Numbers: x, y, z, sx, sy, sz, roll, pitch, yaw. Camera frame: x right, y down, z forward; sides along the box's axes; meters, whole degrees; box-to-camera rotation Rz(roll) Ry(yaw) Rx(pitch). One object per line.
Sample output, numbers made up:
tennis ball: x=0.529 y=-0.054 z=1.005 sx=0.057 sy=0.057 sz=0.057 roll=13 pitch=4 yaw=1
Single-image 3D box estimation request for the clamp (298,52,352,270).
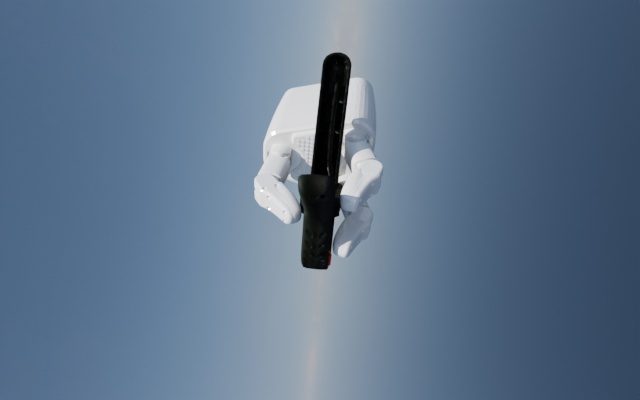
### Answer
clamp: x=-0.001 y=0.002 z=0.417 sx=0.036 sy=0.210 sz=0.164 roll=8 pitch=40 yaw=3
